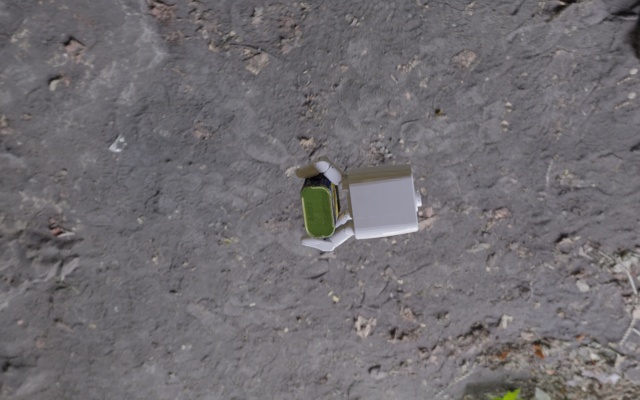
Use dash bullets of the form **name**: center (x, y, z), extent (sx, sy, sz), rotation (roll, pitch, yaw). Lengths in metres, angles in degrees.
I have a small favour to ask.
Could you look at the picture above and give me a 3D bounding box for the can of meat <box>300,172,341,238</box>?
- **can of meat**: center (0.000, 0.003, 0.821), extent (0.057, 0.102, 0.084), rotation (-4, 25, 8)
